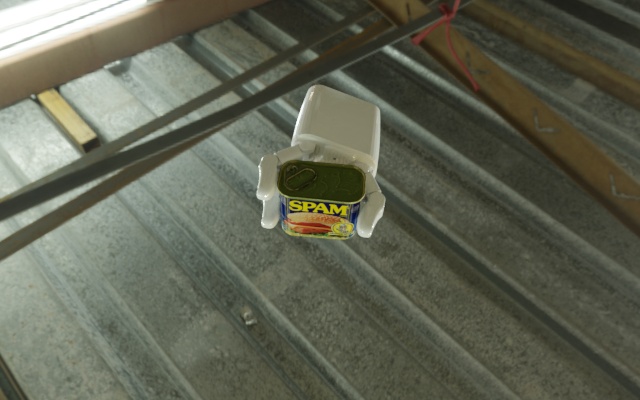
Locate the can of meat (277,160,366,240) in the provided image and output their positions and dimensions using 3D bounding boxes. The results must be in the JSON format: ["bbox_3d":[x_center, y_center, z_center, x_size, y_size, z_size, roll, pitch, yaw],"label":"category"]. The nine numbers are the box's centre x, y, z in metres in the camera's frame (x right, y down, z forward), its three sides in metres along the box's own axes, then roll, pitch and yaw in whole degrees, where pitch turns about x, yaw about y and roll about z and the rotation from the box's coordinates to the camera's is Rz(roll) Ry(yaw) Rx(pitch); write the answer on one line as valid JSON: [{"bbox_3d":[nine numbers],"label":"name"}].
[{"bbox_3d":[0.000,0.002,0.582,0.102,0.057,0.084,5,-37,2],"label":"can of meat"}]
